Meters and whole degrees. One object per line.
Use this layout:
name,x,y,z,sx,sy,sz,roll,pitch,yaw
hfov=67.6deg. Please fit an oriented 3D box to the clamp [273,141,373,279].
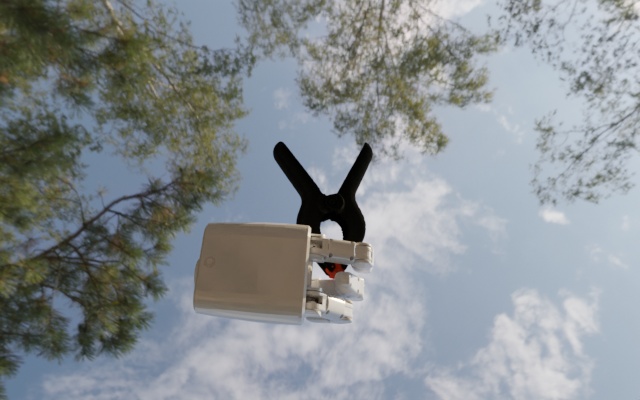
clamp,0.000,0.002,0.548,0.120,0.171,0.039,5,-26,-2
